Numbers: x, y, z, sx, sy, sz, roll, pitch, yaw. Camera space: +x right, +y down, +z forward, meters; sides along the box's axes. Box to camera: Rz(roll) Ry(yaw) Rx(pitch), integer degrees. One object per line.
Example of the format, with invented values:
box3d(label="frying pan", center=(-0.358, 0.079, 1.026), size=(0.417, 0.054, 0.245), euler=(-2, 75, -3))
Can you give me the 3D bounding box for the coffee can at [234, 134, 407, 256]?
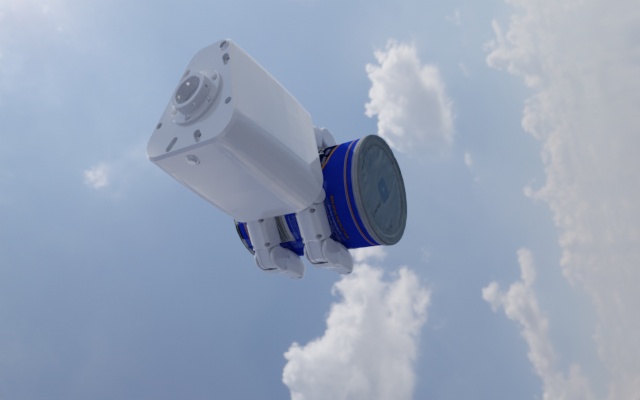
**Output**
box3d(label="coffee can", center=(0.000, 0.002, 0.469), size=(0.140, 0.103, 0.103), euler=(-11, -6, 31))
